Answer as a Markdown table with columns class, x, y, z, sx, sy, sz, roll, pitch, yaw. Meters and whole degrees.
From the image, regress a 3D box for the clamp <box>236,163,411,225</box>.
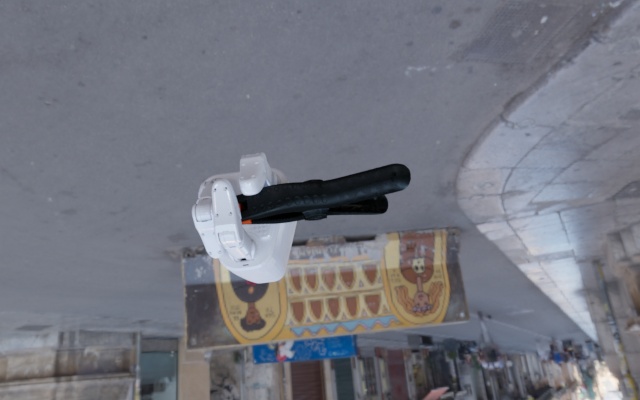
| class | x | y | z | sx | sy | sz | roll | pitch | yaw |
| --- | --- | --- | --- | --- | --- | --- | --- | --- | --- |
| clamp | 0.000 | 0.002 | 0.475 | 0.171 | 0.039 | 0.120 | -7 | -19 | 4 |
